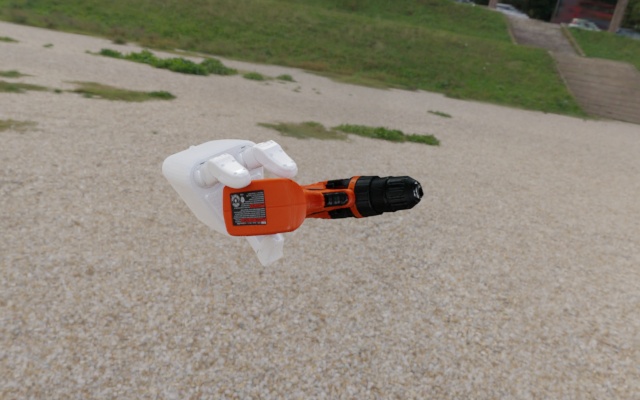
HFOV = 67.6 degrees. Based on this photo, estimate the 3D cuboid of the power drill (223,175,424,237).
[{"bbox_3d":[0.000,0.002,0.539,0.184,0.057,0.187,-7,-2,36],"label":"power drill"}]
